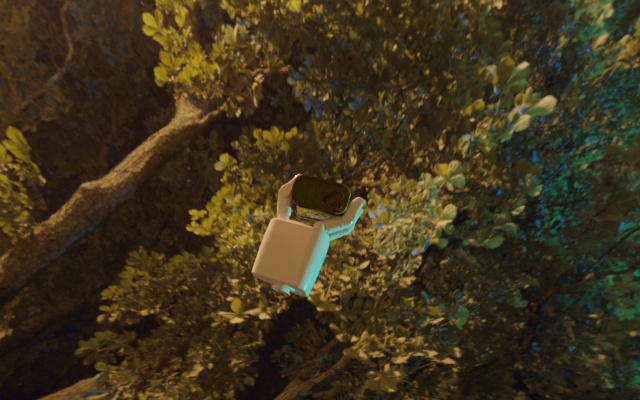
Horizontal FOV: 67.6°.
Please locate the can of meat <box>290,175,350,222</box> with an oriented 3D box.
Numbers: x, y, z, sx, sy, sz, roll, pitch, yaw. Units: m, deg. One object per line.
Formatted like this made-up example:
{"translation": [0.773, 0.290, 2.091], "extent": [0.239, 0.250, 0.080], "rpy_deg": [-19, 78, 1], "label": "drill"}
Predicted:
{"translation": [0.000, 0.003, 0.862], "extent": [0.102, 0.057, 0.084], "rpy_deg": [14, -19, 6], "label": "can of meat"}
